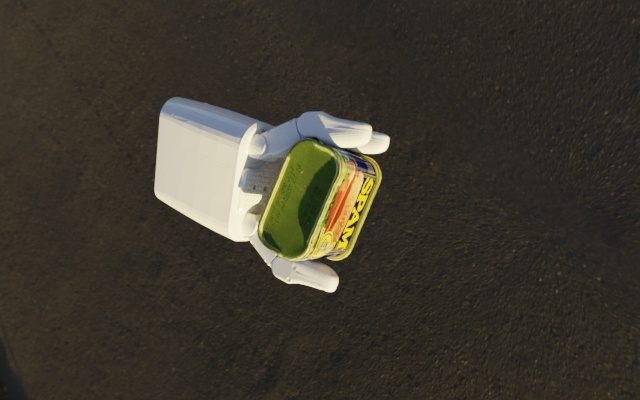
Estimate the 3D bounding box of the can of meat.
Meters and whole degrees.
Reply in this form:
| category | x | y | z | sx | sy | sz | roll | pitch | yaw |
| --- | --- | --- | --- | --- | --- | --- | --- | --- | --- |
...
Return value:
| category | x | y | z | sx | sy | sz | roll | pitch | yaw |
| --- | --- | --- | --- | --- | --- | --- | --- | --- | --- |
| can of meat | 0.000 | 0.001 | 0.409 | 0.057 | 0.102 | 0.084 | 26 | 8 | 25 |
